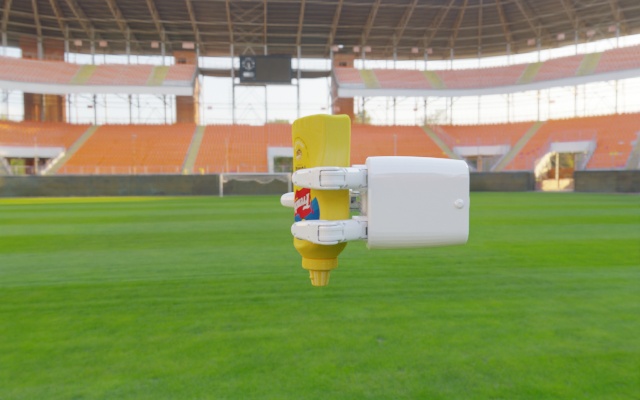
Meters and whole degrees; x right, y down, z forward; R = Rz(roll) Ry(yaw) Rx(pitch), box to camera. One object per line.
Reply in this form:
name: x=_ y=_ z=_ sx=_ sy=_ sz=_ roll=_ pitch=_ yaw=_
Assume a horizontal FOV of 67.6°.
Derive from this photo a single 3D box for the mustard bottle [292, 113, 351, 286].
mustard bottle: x=0.000 y=0.002 z=0.546 sx=0.058 sy=0.191 sz=0.096 roll=-2 pitch=3 yaw=-24
